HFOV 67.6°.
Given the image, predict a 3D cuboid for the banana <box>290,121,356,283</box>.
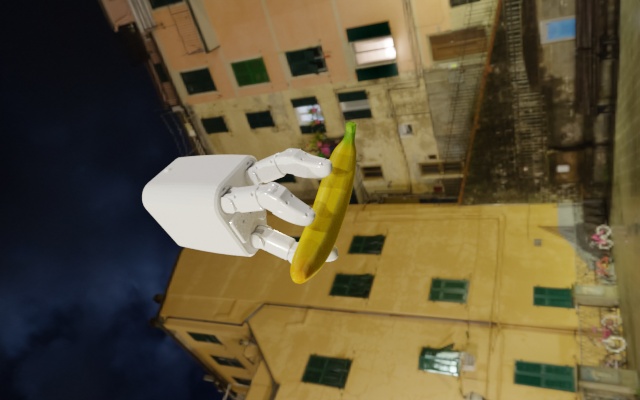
[{"bbox_3d":[0.006,0.008,0.529,0.037,0.197,0.070,7,-28,20],"label":"banana"}]
